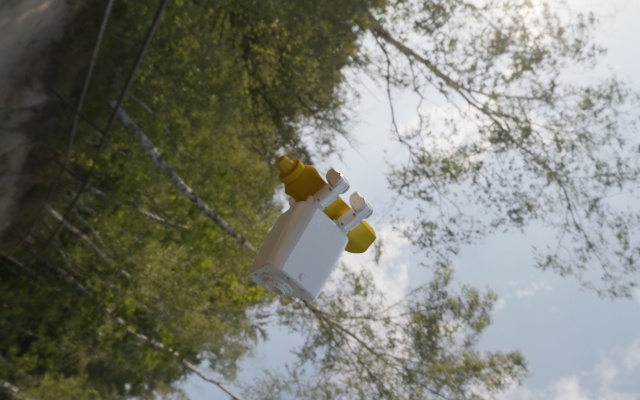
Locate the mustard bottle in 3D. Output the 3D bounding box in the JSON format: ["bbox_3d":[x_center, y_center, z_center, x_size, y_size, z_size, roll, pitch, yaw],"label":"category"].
[{"bbox_3d":[0.000,0.002,0.735,0.192,0.058,0.096,45,-8,-26],"label":"mustard bottle"}]
